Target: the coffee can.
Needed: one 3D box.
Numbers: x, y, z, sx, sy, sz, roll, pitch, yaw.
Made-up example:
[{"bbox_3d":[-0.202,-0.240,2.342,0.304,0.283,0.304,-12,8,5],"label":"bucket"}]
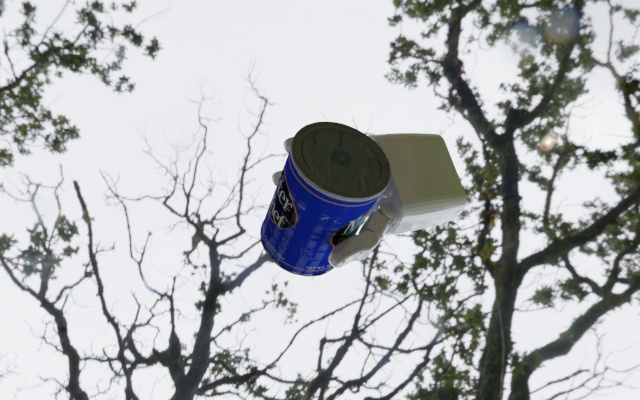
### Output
[{"bbox_3d":[0.000,0.002,0.511,0.103,0.102,0.140,0,-39,-23],"label":"coffee can"}]
